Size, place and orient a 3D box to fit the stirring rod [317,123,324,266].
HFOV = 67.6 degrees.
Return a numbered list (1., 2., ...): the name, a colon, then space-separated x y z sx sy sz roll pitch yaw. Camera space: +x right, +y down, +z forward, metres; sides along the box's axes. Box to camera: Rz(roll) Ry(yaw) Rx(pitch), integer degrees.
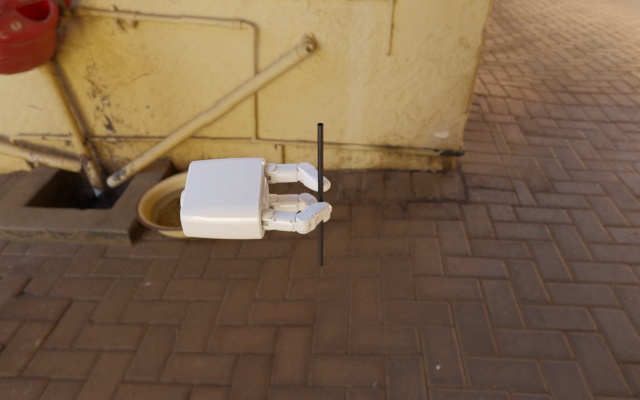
1. stirring rod: 0.000 0.002 0.660 0.011 0.240 0.011 0 37 0
